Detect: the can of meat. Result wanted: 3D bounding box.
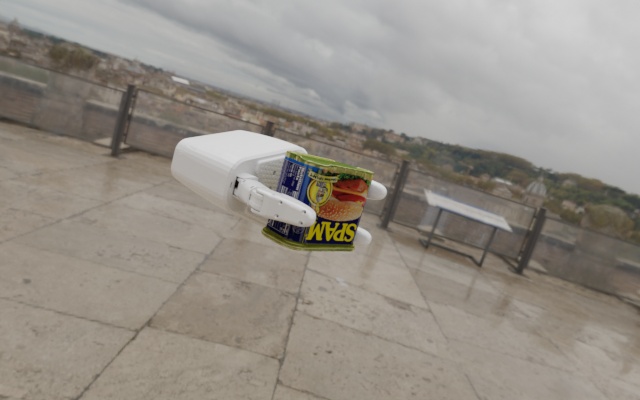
[{"bbox_3d":[0.000,0.001,0.474,0.102,0.084,0.057,7,13,-46],"label":"can of meat"}]
